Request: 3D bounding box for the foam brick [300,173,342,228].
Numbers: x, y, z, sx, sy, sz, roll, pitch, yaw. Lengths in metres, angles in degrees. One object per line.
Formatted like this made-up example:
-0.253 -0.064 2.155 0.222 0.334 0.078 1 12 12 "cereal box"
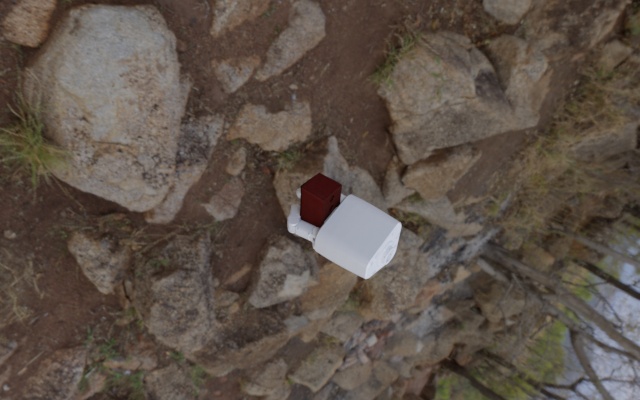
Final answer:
0.000 0.002 0.822 0.051 0.078 0.053 29 48 26 "foam brick"
